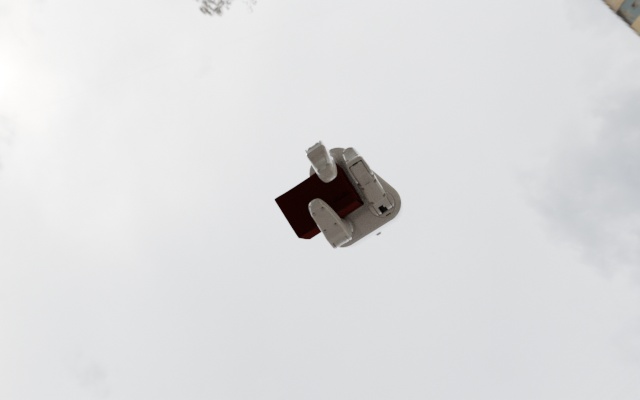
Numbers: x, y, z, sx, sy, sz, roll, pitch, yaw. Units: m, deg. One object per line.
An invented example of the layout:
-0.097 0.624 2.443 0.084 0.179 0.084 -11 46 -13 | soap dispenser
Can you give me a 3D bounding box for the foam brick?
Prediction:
0.000 0.002 0.528 0.078 0.053 0.051 -32 -11 7 | foam brick
